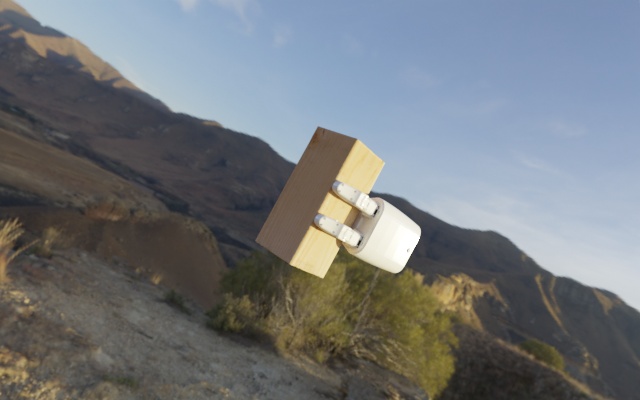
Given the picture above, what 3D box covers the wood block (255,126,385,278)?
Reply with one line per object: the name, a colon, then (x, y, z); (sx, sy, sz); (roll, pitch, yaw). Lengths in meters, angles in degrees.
wood block: (0.000, 0.002, 0.747); (0.090, 0.206, 0.090); (26, -4, 43)
